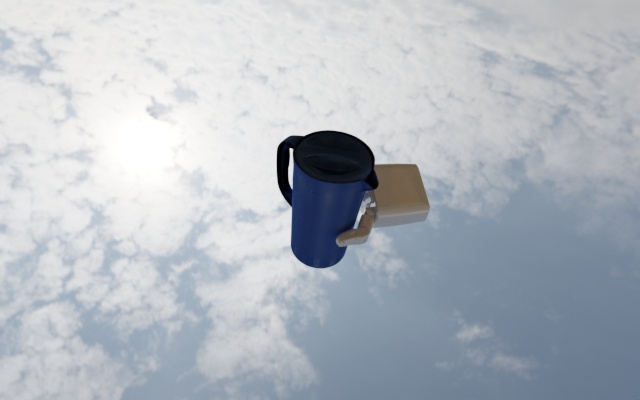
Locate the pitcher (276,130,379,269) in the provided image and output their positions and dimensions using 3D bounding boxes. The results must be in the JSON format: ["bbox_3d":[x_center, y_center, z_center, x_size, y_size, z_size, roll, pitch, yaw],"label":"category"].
[{"bbox_3d":[0.000,0.003,0.843,0.145,0.149,0.243,-4,-44,-14],"label":"pitcher"}]
